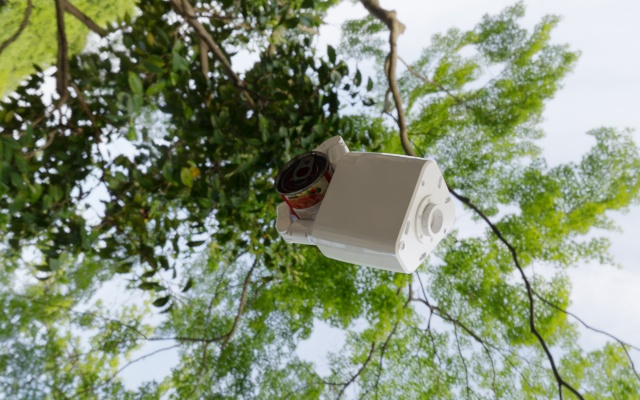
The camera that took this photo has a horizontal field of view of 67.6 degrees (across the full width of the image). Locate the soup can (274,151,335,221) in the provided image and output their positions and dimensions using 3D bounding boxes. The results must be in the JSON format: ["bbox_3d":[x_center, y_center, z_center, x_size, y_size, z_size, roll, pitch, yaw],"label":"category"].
[{"bbox_3d":[0.000,0.002,0.559,0.068,0.068,0.102,0,-42,37],"label":"soup can"}]
